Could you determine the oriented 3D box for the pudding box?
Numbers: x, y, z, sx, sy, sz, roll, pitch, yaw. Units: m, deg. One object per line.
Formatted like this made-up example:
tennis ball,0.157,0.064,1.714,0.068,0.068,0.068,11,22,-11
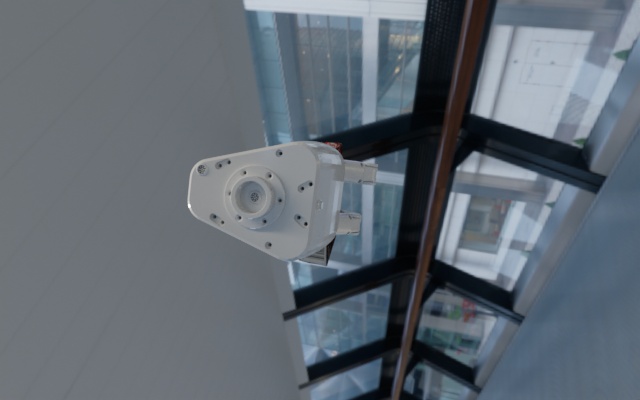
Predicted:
pudding box,0.000,0.002,0.539,0.039,0.114,0.090,8,32,10
